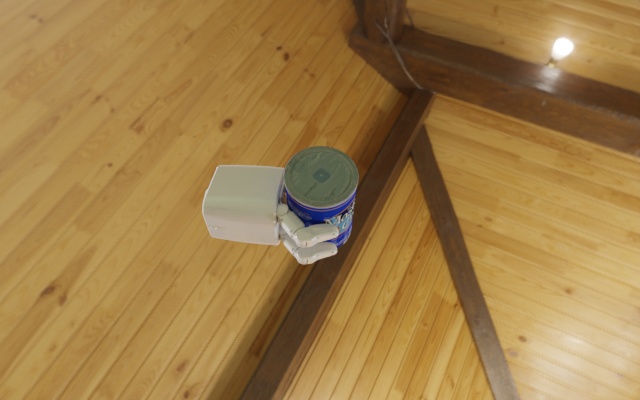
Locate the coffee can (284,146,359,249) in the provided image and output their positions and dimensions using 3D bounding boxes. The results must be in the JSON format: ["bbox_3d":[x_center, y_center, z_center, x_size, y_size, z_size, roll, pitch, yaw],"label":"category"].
[{"bbox_3d":[0.000,0.002,0.711,0.103,0.102,0.140,0,-33,-1],"label":"coffee can"}]
